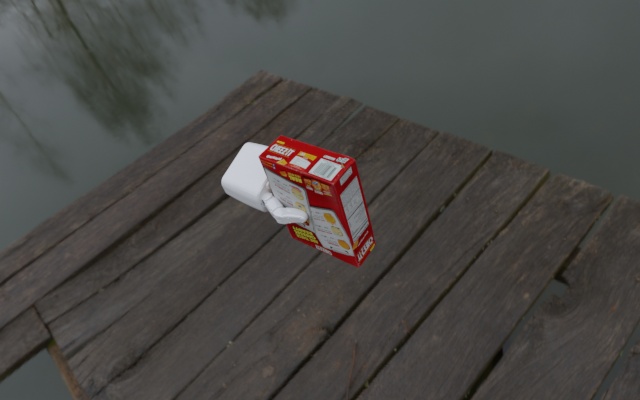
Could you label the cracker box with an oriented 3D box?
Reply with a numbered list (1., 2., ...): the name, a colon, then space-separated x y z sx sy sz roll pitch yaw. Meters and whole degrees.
1. cracker box: 0.000 0.003 0.834 0.164 0.214 0.072 21 57 34
